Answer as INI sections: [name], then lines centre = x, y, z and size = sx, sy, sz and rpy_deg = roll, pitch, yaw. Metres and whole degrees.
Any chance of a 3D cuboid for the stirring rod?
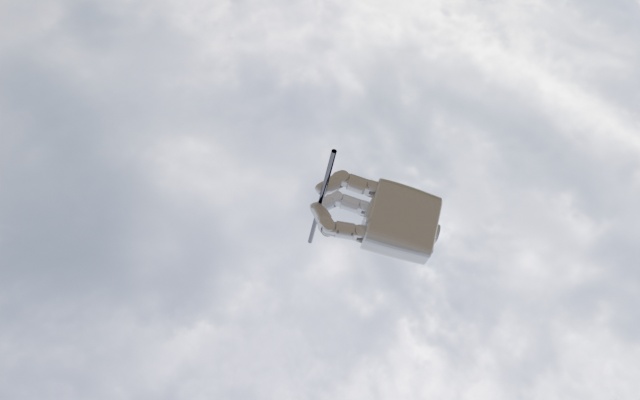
[stirring rod]
centre = 0.000, 0.002, 0.750
size = 0.011, 0.011, 0.240
rpy_deg = 0, -36, -11
